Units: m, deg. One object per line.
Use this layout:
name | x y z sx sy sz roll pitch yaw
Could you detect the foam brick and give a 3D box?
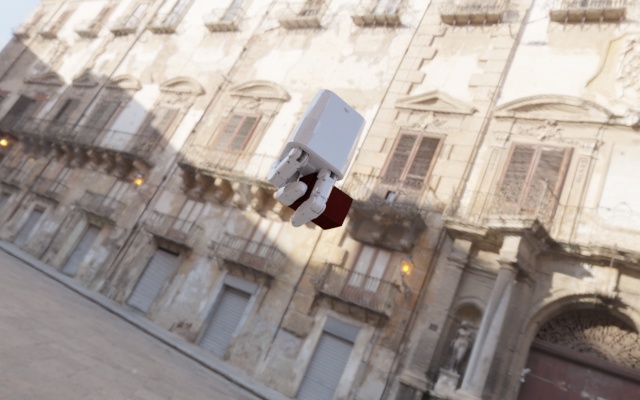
foam brick | 0.000 0.003 0.724 0.078 0.051 0.053 35 -26 -24
